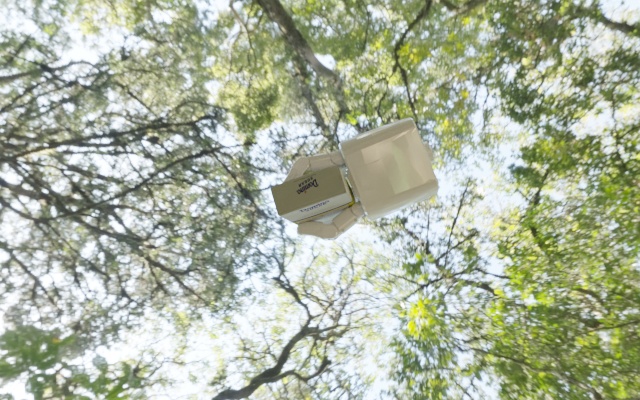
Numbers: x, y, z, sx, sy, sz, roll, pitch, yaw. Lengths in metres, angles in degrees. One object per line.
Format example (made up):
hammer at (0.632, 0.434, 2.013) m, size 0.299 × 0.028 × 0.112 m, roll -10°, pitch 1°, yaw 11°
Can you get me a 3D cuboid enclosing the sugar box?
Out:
sugar box at (0.000, 0.002, 0.672) m, size 0.093 × 0.048 × 0.176 m, roll -19°, pitch -16°, yaw 6°
